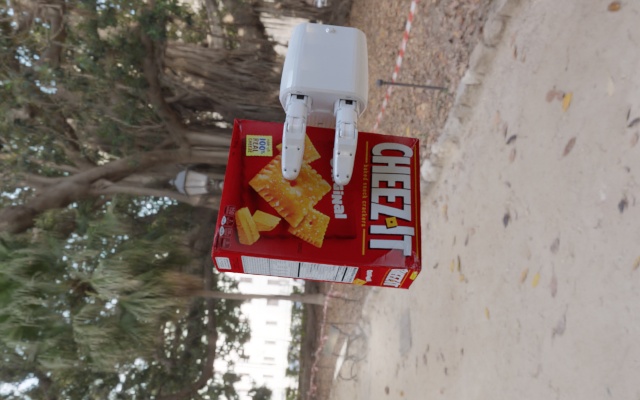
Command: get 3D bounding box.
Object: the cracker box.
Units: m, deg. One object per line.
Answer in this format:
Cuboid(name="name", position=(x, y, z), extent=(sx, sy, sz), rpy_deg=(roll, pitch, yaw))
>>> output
Cuboid(name="cracker box", position=(0.000, 0.002, 0.529), extent=(0.214, 0.164, 0.072), rpy_deg=(6, -27, -1))
